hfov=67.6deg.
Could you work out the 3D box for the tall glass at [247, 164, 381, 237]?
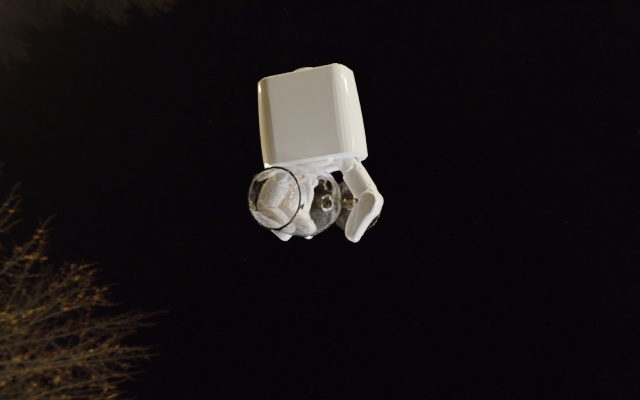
[{"bbox_3d":[0.000,0.002,0.546,0.079,0.079,0.201,0,-2,27],"label":"tall glass"}]
